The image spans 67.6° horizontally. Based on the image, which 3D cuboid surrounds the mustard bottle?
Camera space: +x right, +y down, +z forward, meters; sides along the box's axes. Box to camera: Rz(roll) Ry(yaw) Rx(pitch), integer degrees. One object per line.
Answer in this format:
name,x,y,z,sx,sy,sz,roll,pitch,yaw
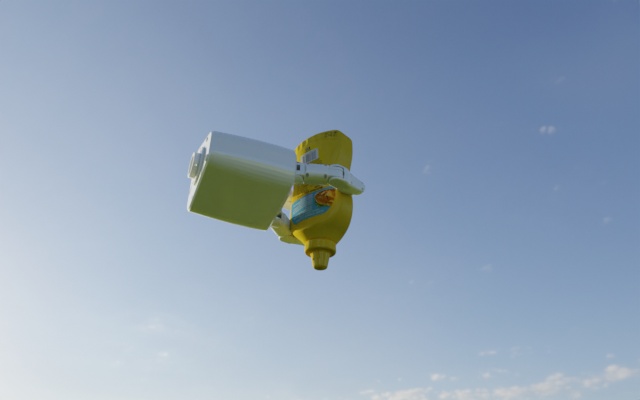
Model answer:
mustard bottle,0.000,0.002,0.649,0.096,0.191,0.058,-22,-37,34
